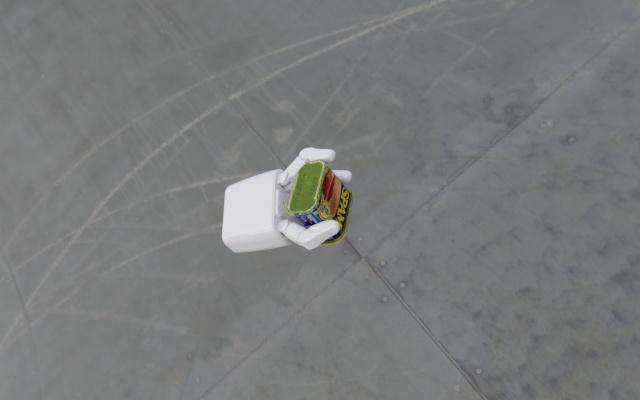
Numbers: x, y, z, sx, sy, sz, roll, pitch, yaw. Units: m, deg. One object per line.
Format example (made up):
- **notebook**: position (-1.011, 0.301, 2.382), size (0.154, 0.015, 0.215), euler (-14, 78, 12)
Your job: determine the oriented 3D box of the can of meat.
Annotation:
- **can of meat**: position (0.000, 0.002, 0.710), size (0.057, 0.102, 0.084), euler (-11, -41, 32)
